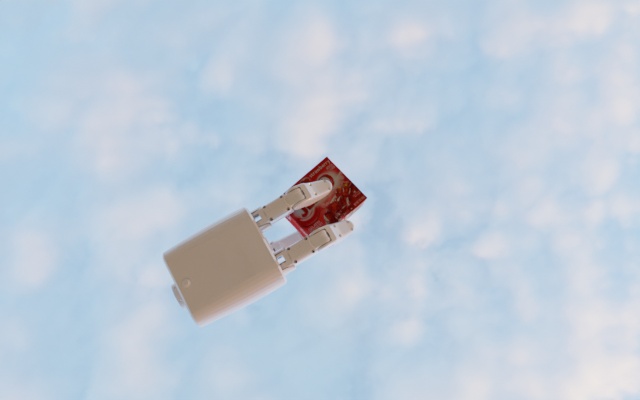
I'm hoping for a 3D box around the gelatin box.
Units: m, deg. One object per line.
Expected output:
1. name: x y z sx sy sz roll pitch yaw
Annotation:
1. gelatin box: 0.000 0.002 0.581 0.089 0.073 0.030 -41 -10 -19
